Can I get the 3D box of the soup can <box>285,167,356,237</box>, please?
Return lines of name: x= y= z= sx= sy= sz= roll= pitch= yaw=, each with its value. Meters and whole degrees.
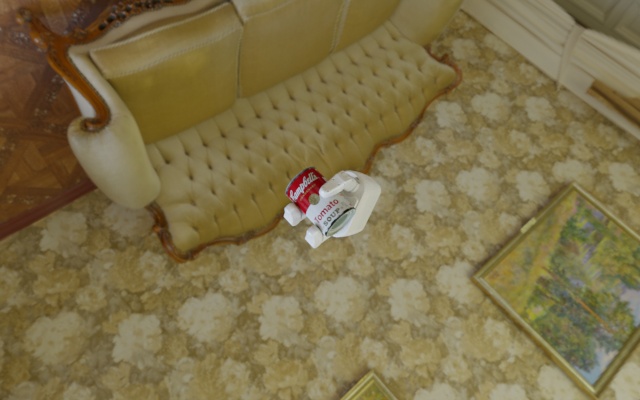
soup can: x=0.000 y=0.003 z=0.788 sx=0.102 sy=0.068 sz=0.068 roll=46 pitch=17 yaw=18
